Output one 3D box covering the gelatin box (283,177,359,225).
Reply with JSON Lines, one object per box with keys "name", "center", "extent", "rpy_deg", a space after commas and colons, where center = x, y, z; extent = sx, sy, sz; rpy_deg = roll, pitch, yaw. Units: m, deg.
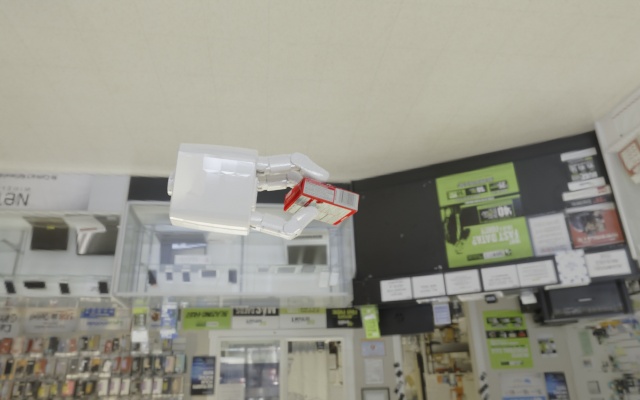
{"name": "gelatin box", "center": [0.000, 0.003, 0.687], "extent": [0.089, 0.030, 0.073], "rpy_deg": [17, -25, -17]}
